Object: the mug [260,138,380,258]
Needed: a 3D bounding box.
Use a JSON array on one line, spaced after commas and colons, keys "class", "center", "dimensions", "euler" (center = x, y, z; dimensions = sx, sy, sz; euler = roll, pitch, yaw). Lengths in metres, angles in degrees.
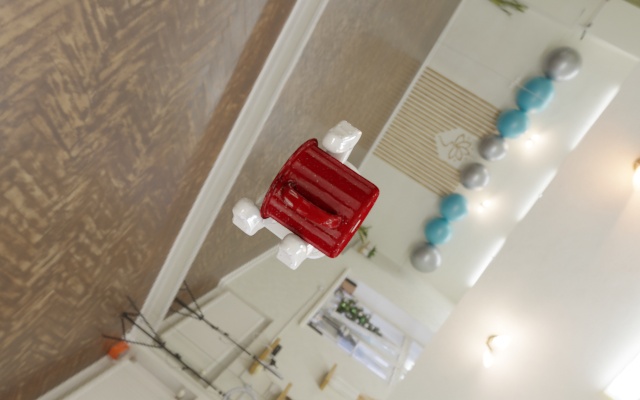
[{"class": "mug", "center": [0.000, 0.002, 0.443], "dimensions": [0.081, 0.093, 0.117], "euler": [34, 8, 9]}]
